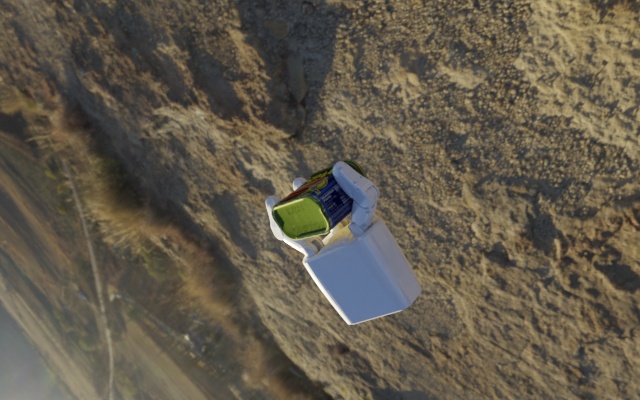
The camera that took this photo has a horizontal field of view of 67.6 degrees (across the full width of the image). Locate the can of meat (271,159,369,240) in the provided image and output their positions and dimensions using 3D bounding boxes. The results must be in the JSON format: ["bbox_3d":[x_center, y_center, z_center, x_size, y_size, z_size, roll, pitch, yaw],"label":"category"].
[{"bbox_3d":[0.000,0.002,0.582,0.084,0.057,0.102,-40,13,-37],"label":"can of meat"}]
